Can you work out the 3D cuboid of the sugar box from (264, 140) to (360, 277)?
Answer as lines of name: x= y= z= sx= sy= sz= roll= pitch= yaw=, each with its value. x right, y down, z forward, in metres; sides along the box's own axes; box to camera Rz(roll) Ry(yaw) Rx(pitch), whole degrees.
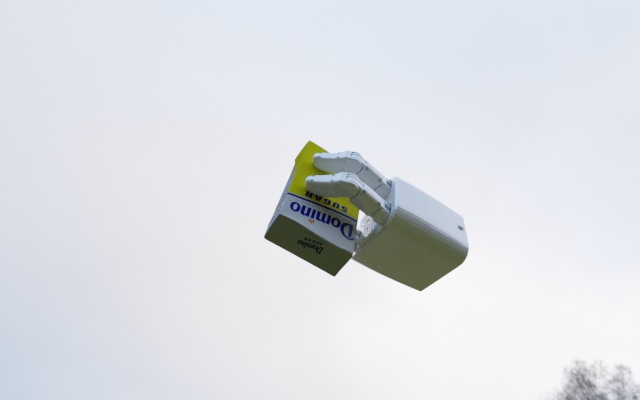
sugar box: x=0.001 y=0.002 z=0.573 sx=0.093 sy=0.048 sz=0.176 roll=30 pitch=31 yaw=-10
